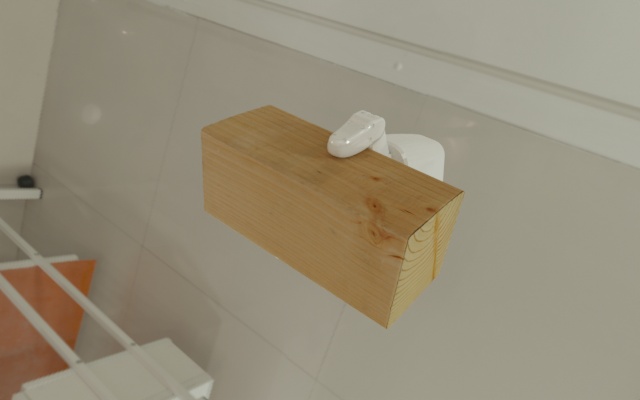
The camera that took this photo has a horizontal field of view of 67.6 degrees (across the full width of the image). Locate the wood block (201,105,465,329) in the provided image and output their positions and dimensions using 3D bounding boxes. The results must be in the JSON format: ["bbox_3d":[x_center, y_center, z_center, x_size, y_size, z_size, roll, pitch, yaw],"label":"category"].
[{"bbox_3d":[0.000,0.001,0.408,0.206,0.091,0.090,28,38,29],"label":"wood block"}]
